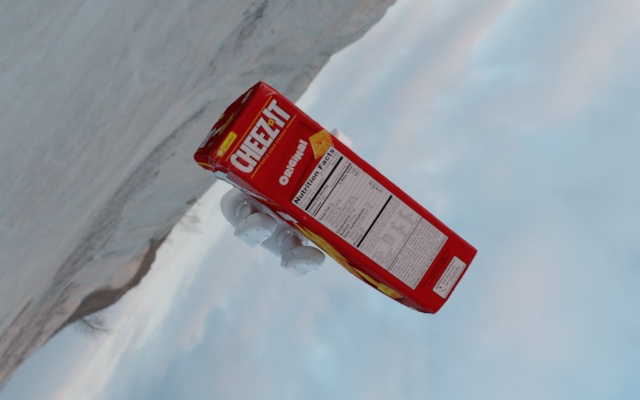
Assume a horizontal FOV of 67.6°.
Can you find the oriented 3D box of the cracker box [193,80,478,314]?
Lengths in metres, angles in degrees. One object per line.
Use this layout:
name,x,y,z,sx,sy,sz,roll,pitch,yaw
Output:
cracker box,0.000,0.001,0.413,0.214,0.072,0.164,36,-7,-18
